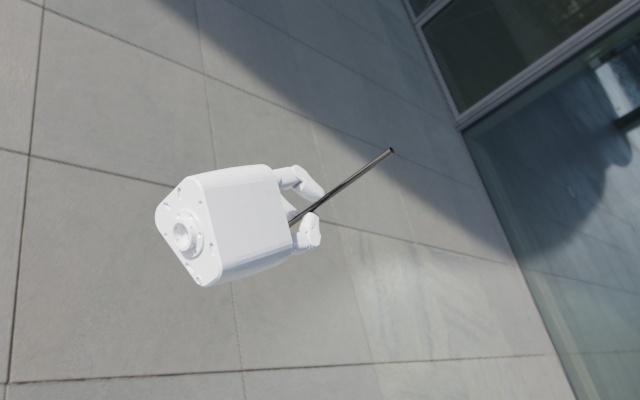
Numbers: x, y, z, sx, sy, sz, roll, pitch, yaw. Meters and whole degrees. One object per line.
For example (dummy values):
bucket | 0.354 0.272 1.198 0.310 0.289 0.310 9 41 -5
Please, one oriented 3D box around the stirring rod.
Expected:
stirring rod | 0.000 0.002 0.600 0.011 0.011 0.239 0 -29 -49
